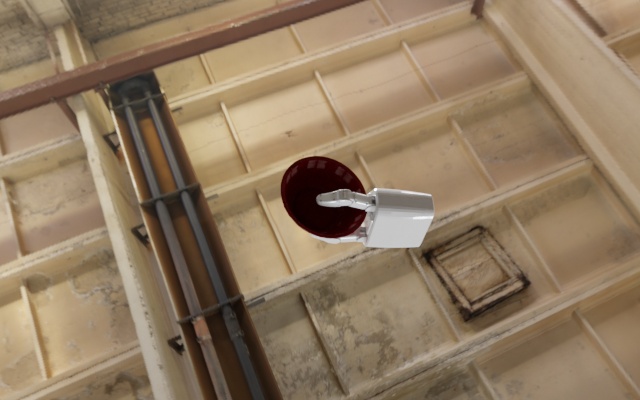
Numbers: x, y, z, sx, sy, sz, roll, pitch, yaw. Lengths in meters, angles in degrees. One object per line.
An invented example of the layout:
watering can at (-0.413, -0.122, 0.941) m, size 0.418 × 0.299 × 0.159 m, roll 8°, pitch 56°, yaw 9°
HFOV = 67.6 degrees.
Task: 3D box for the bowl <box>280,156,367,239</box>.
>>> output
bowl at (-0.001, 0.003, 0.850) m, size 0.162 × 0.162 × 0.055 m, roll 0°, pitch -27°, yaw -22°
